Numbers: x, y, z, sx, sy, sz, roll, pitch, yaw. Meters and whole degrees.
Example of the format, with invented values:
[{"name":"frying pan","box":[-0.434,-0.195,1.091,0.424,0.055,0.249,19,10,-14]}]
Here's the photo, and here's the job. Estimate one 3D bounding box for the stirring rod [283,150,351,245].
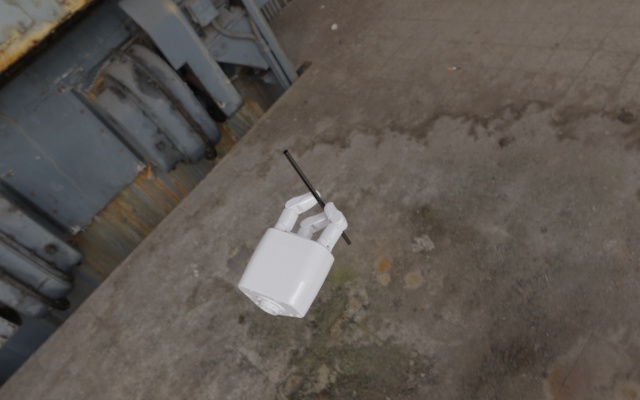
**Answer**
[{"name":"stirring rod","box":[0.000,0.003,0.783,0.011,0.011,0.240,0,-38,33]}]
